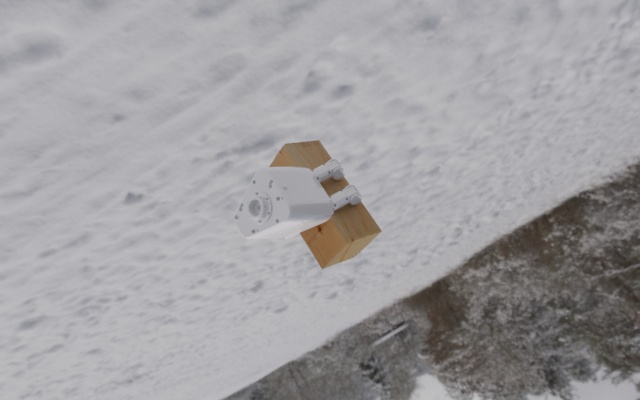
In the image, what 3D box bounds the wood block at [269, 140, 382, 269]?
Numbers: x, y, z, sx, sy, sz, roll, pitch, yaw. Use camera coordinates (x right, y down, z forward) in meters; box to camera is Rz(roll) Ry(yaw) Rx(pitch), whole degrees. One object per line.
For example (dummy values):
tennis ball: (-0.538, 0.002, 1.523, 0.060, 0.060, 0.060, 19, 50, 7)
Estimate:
wood block: (0.000, 0.003, 0.839, 0.090, 0.206, 0.091, -13, -27, -44)
